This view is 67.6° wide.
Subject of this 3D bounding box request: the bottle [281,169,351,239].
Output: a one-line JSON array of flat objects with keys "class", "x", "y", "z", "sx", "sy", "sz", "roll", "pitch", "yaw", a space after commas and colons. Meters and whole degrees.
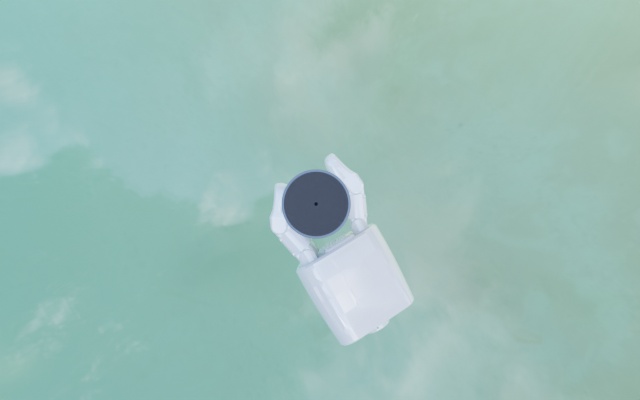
[{"class": "bottle", "x": 0.000, "y": 0.002, "z": 0.600, "sx": 0.069, "sy": 0.069, "sz": 0.295, "roll": 0, "pitch": 1, "yaw": 2}]
